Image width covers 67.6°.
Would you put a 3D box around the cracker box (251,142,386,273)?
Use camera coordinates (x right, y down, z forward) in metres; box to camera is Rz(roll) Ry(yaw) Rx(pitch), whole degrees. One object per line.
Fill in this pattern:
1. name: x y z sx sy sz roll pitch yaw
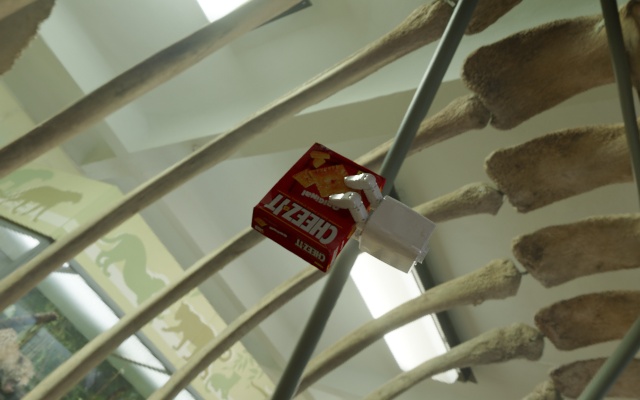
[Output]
1. cracker box: 0.000 0.003 0.890 0.164 0.213 0.072 30 -37 13
